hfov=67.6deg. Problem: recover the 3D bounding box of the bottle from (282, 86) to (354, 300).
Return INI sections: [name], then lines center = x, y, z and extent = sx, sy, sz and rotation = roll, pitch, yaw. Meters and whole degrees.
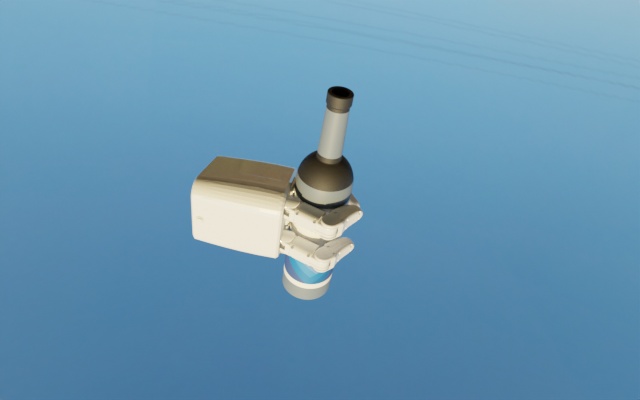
[bottle]
center = 0.000, 0.002, 0.574
extent = 0.069, 0.296, 0.069
rotation = 6, 40, -5
